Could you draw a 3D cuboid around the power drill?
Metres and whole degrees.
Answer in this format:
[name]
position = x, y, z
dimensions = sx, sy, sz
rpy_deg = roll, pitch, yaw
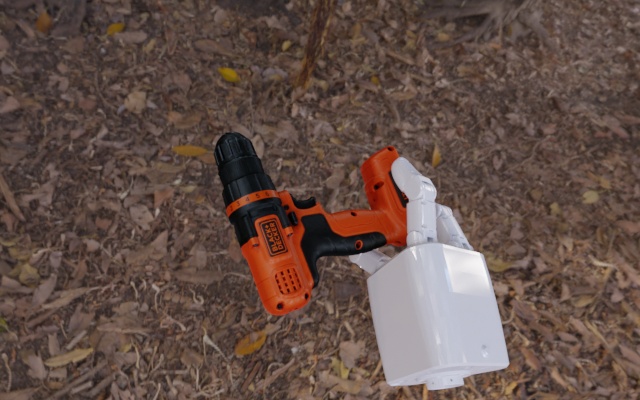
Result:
[power drill]
position = 0.001, 0.002, 0.481
dimensions = 0.187, 0.184, 0.057
rpy_deg = -16, -13, -22
